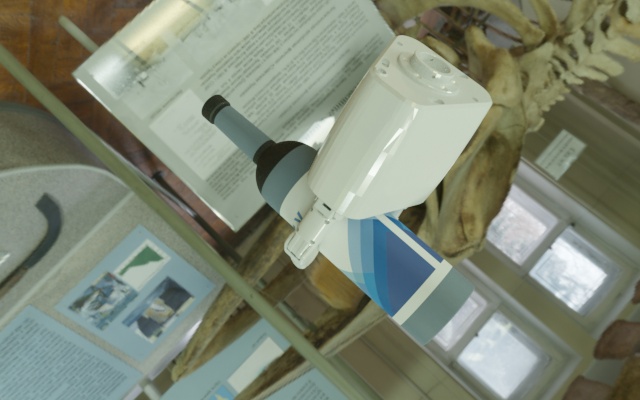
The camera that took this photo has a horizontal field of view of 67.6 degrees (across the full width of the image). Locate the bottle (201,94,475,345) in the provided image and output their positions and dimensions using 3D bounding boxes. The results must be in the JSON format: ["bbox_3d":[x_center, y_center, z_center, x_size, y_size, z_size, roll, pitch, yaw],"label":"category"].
[{"bbox_3d":[0.000,0.002,0.433,0.295,0.069,0.069,42,12,14],"label":"bottle"}]
